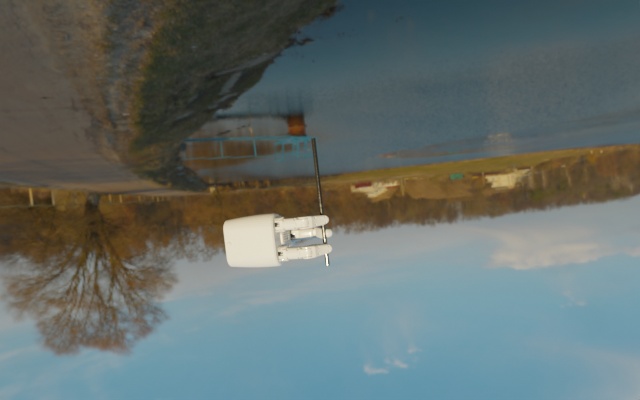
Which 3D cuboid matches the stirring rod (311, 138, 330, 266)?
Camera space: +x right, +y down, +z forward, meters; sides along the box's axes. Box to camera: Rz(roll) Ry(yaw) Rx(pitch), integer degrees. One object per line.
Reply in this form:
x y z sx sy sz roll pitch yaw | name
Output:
0.000 0.003 0.897 0.011 0.239 0.011 -6 2 0 | stirring rod
